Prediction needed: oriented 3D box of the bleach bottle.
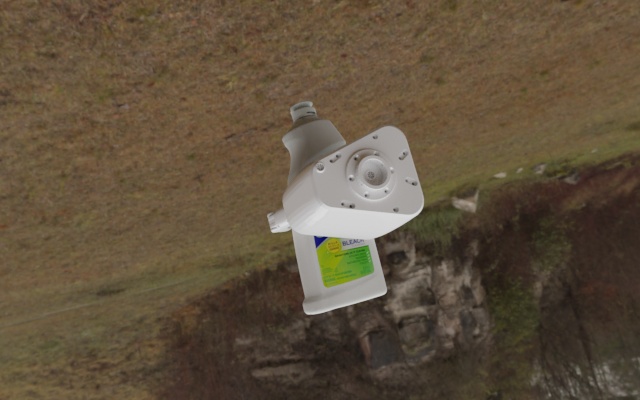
[{"bbox_3d":[0.000,0.002,0.581,0.102,0.250,0.068,-12,-10,-19],"label":"bleach bottle"}]
